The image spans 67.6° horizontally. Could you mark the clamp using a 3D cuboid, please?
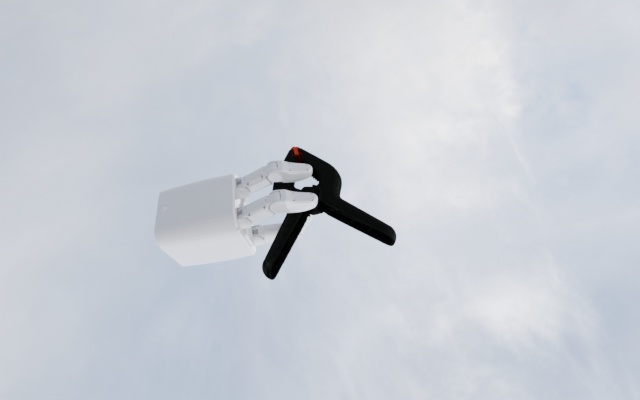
[{"bbox_3d":[0.000,0.002,0.628,0.164,0.209,0.036,-9,-43,-1],"label":"clamp"}]
